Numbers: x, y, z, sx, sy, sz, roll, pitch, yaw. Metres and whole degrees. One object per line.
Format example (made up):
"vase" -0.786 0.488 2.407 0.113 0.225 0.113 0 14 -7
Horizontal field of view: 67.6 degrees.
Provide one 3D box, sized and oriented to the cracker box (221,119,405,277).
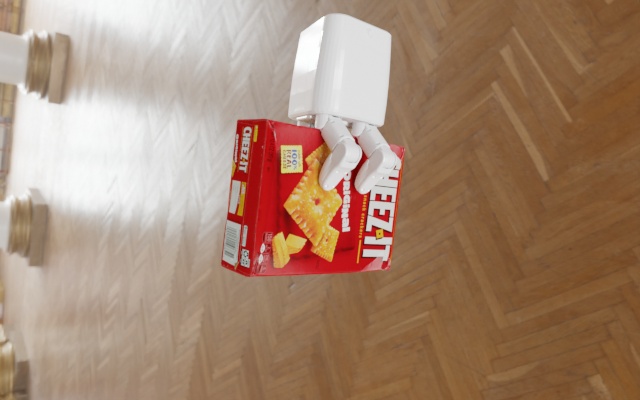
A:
"cracker box" 0.000 0.002 0.562 0.214 0.164 0.072 5 4 -39
